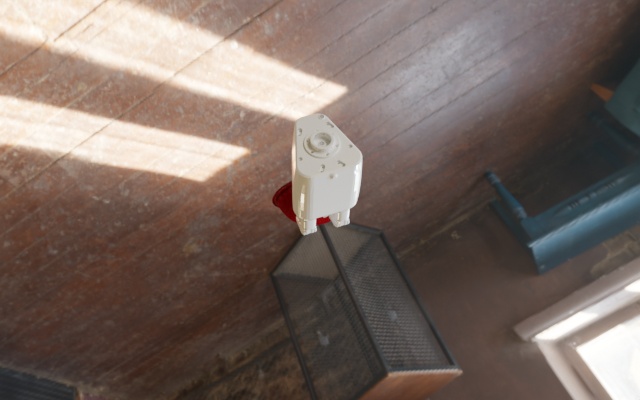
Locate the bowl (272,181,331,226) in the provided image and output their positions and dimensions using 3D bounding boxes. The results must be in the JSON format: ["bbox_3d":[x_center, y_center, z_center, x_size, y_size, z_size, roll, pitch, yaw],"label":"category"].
[{"bbox_3d":[0.000,0.004,0.834,0.162,0.055,0.162,-16,-18,-6],"label":"bowl"}]
